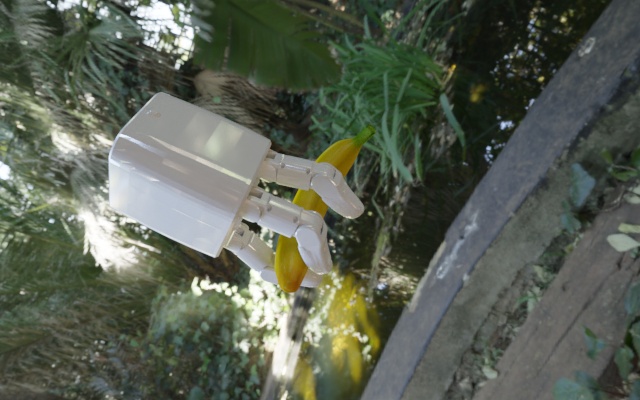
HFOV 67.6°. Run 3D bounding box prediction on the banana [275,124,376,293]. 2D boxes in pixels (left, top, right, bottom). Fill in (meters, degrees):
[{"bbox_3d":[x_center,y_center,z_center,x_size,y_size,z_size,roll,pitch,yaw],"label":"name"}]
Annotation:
[{"bbox_3d":[-0.006,0.005,0.470,0.037,0.197,0.070,32,-29,-11],"label":"banana"}]
